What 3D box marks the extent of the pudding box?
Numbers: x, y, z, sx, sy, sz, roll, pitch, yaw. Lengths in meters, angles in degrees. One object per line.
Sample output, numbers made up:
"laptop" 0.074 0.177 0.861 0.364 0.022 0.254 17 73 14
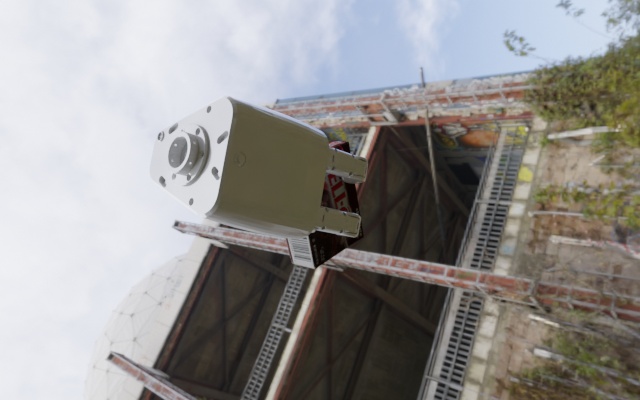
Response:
"pudding box" 0.000 0.002 0.499 0.039 0.113 0.090 5 21 40
